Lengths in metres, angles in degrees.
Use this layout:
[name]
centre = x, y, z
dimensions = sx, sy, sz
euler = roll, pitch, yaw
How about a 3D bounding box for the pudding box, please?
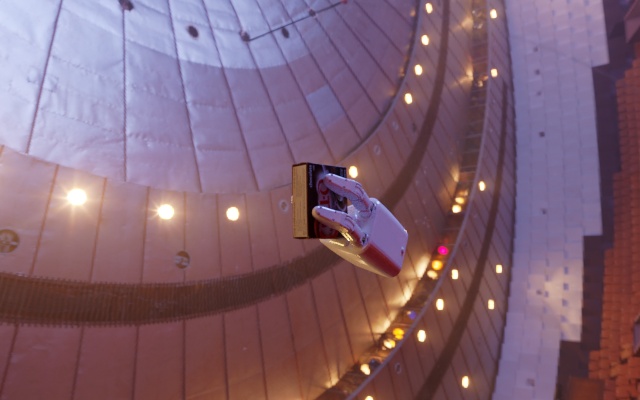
[pudding box]
centre = 0.000, 0.002, 0.723
dimensions = 0.039, 0.113, 0.090
euler = -8, -7, 41
